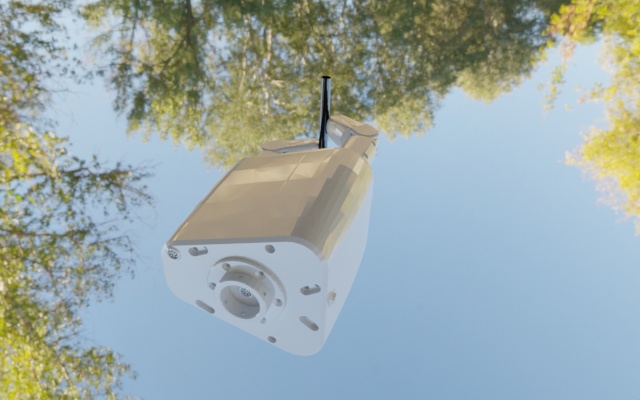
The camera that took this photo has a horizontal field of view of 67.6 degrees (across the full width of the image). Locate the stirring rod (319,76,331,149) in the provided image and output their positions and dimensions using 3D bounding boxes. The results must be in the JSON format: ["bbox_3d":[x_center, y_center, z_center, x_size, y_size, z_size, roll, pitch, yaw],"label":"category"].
[{"bbox_3d":[0.000,0.001,0.451,0.011,0.240,0.011,2,33,-1],"label":"stirring rod"}]
